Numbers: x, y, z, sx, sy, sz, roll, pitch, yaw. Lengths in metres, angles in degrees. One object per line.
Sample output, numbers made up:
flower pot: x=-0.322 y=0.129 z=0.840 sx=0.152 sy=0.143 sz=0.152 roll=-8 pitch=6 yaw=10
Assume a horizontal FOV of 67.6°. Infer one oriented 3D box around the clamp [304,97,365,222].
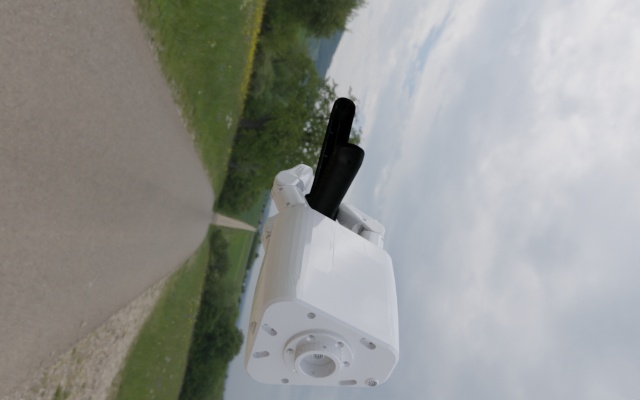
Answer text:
clamp: x=0.001 y=0.002 z=0.489 sx=0.036 sy=0.210 sz=0.164 roll=16 pitch=32 yaw=-5
